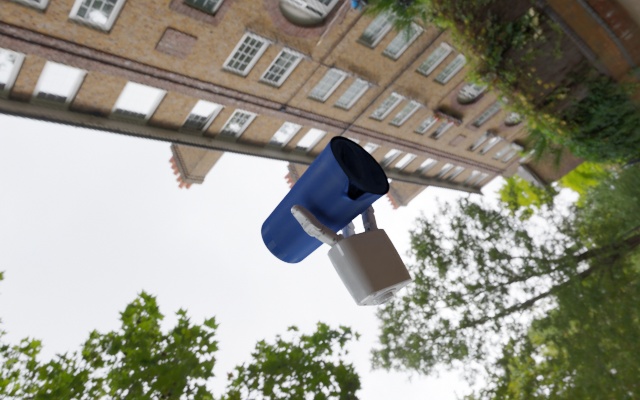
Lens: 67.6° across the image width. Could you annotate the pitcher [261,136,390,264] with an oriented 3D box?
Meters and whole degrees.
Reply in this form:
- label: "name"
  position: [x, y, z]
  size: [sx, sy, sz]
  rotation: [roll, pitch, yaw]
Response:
- label: "pitcher"
  position: [0.000, 0.003, 0.876]
  size: [0.243, 0.145, 0.149]
  rotation: [-44, -25, 30]
